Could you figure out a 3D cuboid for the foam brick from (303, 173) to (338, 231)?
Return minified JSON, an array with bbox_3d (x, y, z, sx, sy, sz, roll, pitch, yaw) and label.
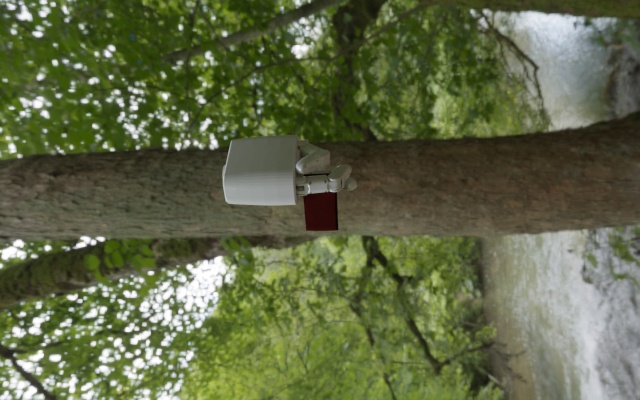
[{"bbox_3d":[0.000,0.003,0.750,0.051,0.078,0.053,-4,31,0],"label":"foam brick"}]
